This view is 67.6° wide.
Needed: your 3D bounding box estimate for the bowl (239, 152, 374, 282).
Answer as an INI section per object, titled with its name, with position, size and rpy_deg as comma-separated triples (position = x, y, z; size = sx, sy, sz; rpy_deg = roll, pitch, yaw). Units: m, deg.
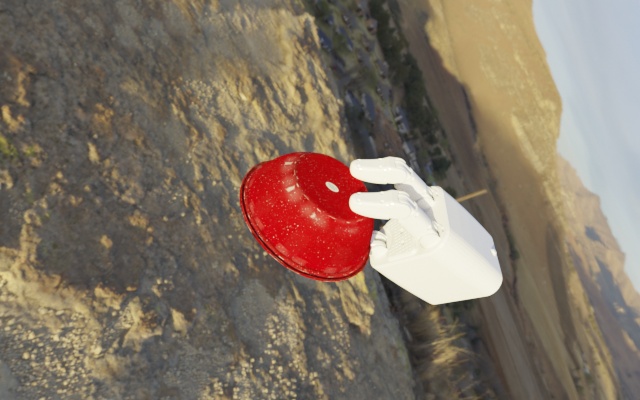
[bowl]
position = -0.001, 0.001, 0.499
size = 0.162, 0.162, 0.055
rpy_deg = 0, -38, -40
